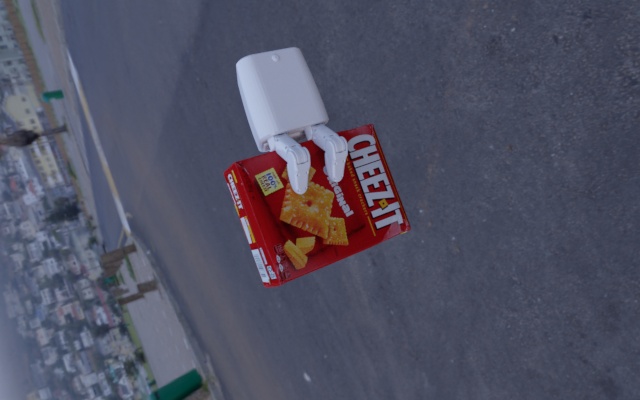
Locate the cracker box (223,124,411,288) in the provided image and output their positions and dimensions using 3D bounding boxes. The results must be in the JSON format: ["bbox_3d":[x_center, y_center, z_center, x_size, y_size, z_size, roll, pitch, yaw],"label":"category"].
[{"bbox_3d":[0.000,0.002,0.647,0.213,0.164,0.072,-19,-1,-26],"label":"cracker box"}]
